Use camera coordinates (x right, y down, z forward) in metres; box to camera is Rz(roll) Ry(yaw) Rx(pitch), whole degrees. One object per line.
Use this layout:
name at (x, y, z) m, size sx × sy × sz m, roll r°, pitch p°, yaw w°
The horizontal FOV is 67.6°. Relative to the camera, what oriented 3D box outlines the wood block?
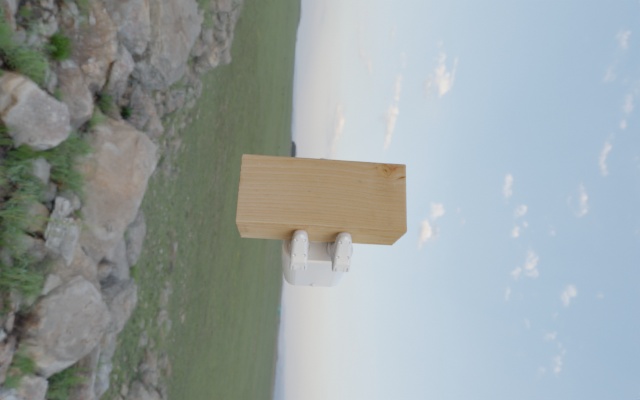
wood block at (0.000, 0.002, 0.623) m, size 0.206 × 0.090 × 0.090 m, roll 3°, pitch -17°, yaw -4°
